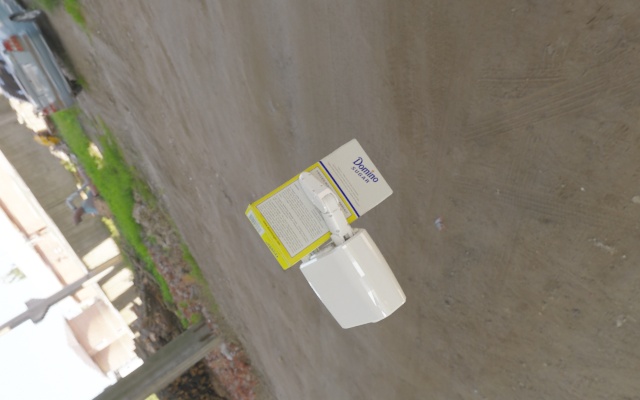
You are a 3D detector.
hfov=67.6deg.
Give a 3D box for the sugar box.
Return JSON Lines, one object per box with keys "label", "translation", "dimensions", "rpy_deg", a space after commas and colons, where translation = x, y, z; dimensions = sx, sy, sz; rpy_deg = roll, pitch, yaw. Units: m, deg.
{"label": "sugar box", "translation": [0.000, 0.002, 0.630], "dimensions": [0.176, 0.093, 0.048], "rpy_deg": [-33, -3, -24]}
